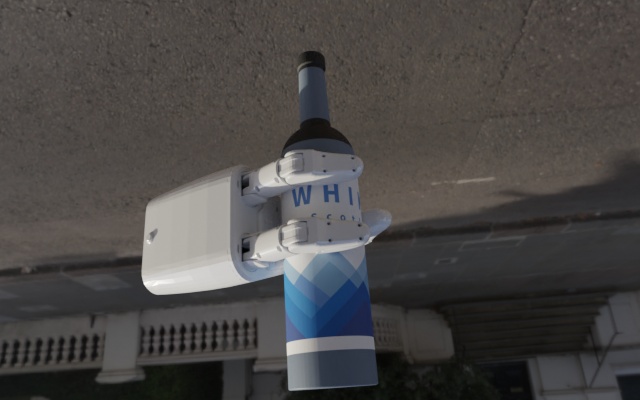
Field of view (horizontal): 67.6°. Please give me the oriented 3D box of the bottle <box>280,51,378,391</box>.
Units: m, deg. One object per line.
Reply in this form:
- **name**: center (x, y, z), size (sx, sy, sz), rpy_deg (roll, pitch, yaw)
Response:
- **bottle**: center (0.000, 0.002, 0.405), size (0.069, 0.295, 0.069), rpy_deg (-3, -21, -1)
